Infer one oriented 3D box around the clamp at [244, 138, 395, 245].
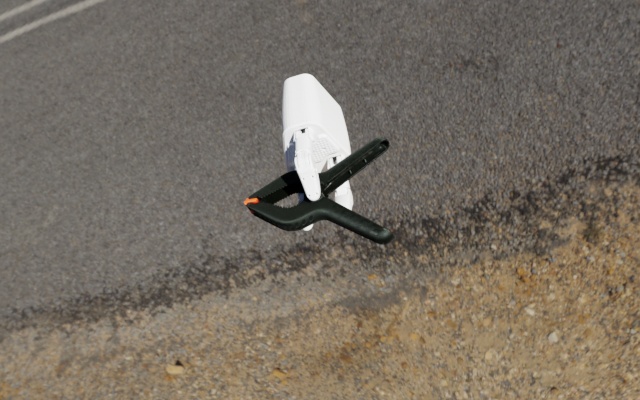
[{"bbox_3d":[-0.001,0.002,0.635,0.210,0.164,0.036,-13,-39,11],"label":"clamp"}]
